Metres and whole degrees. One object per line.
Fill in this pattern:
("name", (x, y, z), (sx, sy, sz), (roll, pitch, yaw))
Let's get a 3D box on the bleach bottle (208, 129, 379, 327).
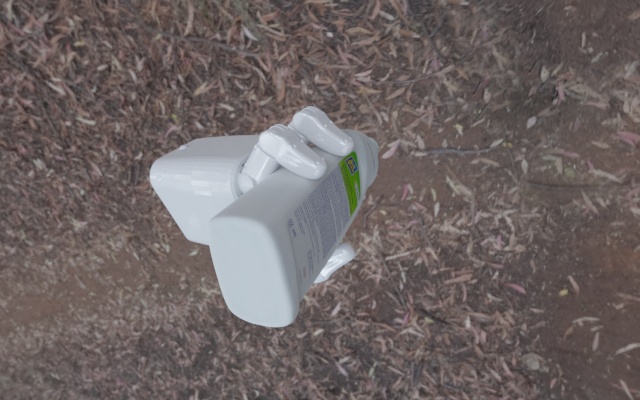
("bleach bottle", (0.000, 0.001, 0.456), (0.068, 0.103, 0.250), (4, 27, 28))
